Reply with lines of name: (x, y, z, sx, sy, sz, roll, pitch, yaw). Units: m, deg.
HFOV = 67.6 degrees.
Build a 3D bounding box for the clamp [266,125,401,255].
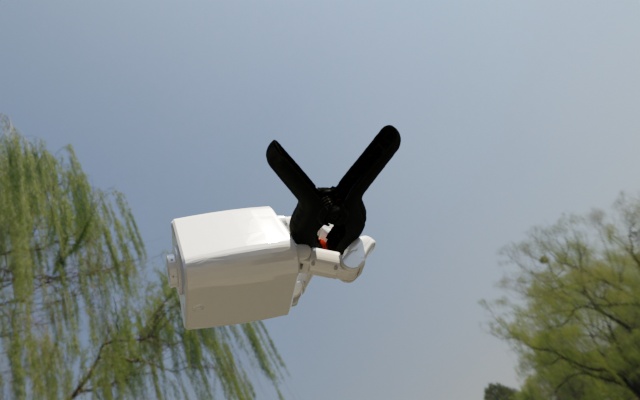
clamp: (0.000, 0.001, 0.457, 0.120, 0.172, 0.039, 1, 40, -15)
